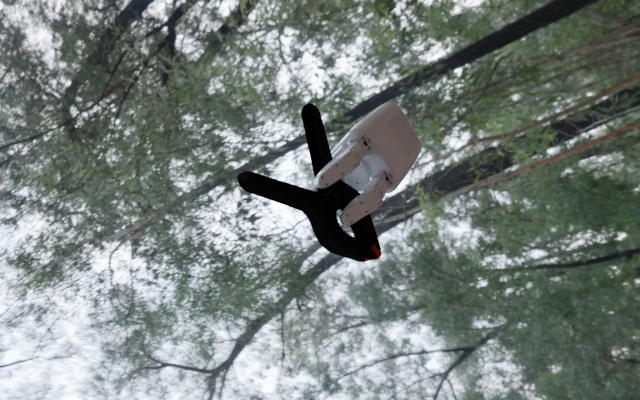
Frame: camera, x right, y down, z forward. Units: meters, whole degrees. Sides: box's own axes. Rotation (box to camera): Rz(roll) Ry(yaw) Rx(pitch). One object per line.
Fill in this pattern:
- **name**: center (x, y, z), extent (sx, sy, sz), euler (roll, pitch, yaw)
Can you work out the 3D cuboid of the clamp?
- **clamp**: center (0.000, 0.002, 0.580), extent (0.036, 0.210, 0.164), euler (-20, 18, 45)
